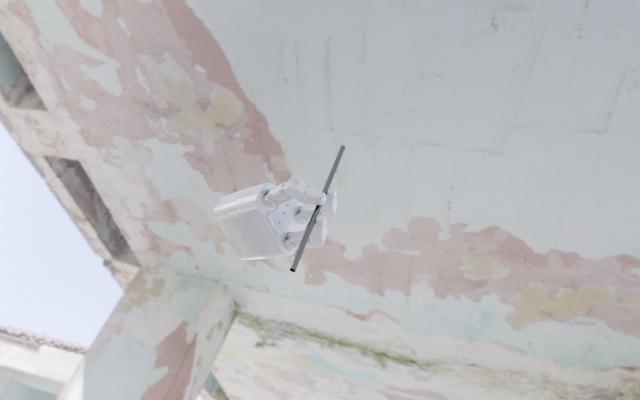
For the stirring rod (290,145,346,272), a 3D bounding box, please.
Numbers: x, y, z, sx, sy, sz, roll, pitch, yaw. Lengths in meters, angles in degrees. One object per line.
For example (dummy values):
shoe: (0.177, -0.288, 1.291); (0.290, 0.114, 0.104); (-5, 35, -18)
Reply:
stirring rod: (0.000, 0.002, 0.687); (0.011, 0.239, 0.011); (13, -39, 11)
